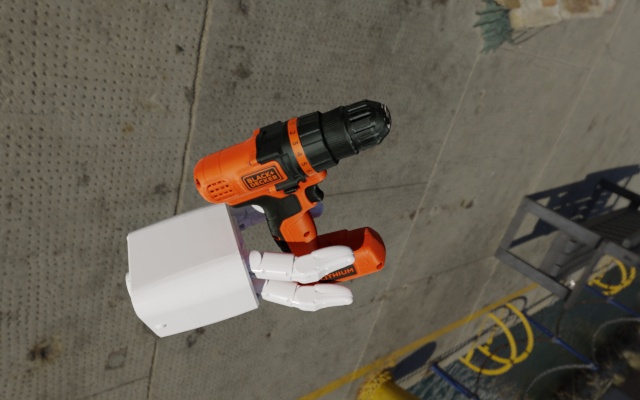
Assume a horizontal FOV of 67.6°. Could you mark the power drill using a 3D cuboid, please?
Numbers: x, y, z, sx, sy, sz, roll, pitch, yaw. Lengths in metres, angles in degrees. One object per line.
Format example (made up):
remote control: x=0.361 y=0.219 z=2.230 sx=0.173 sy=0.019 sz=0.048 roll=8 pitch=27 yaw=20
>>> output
power drill: x=0.000 y=0.002 z=0.464 sx=0.184 sy=0.188 sz=0.057 roll=-17 pitch=39 yaw=16
